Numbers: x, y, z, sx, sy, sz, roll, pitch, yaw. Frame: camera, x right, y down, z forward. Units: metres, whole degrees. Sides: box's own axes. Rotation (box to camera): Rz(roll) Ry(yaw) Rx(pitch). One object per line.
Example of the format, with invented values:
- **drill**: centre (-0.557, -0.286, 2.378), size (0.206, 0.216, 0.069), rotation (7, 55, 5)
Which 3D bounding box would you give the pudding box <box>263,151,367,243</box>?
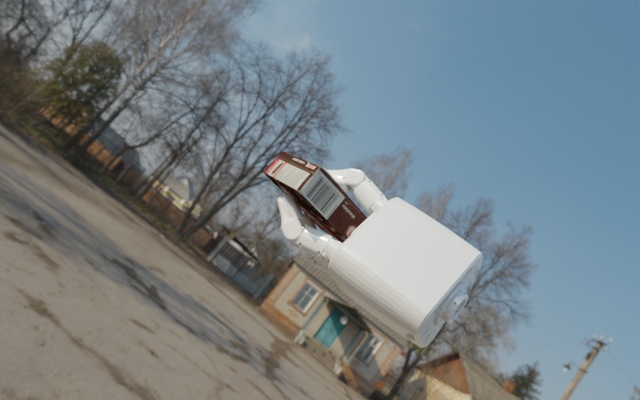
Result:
- **pudding box**: centre (0.000, 0.002, 0.525), size (0.113, 0.039, 0.090), rotation (49, -12, -32)
